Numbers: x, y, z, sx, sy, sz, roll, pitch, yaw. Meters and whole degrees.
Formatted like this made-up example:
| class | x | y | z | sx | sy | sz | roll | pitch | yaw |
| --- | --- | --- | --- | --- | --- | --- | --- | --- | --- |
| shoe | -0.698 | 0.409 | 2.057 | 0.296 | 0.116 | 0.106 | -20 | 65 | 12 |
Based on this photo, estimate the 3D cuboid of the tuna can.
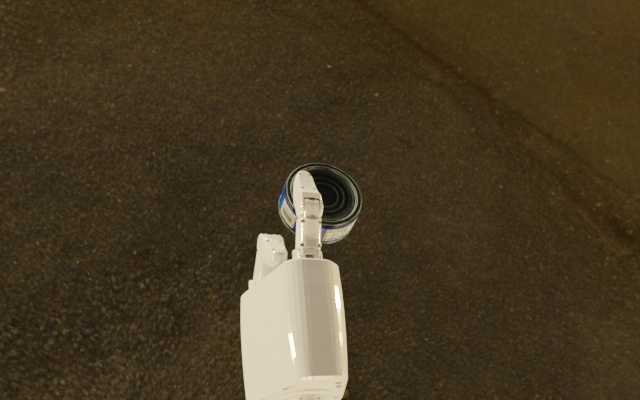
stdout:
| class | x | y | z | sx | sy | sz | roll | pitch | yaw |
| --- | --- | --- | --- | --- | --- | --- | --- | --- | --- |
| tuna can | 0.000 | 0.001 | 0.509 | 0.086 | 0.086 | 0.034 | 0 | -36 | -19 |
